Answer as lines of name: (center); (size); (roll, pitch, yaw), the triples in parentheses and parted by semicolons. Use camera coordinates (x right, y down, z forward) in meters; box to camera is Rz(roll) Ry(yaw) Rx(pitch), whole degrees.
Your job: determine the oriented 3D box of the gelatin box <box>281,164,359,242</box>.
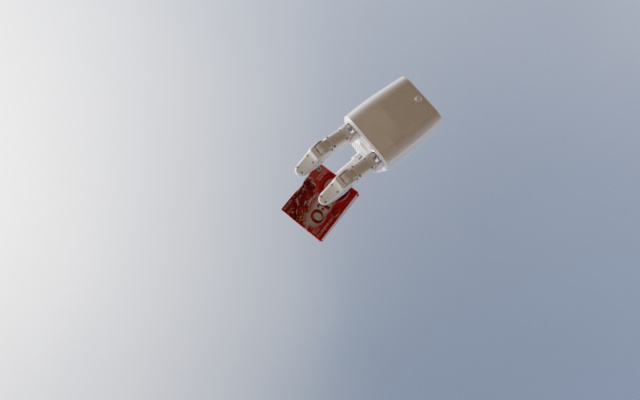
gelatin box: (0.000, 0.003, 0.681); (0.073, 0.089, 0.030); (38, -2, 10)
